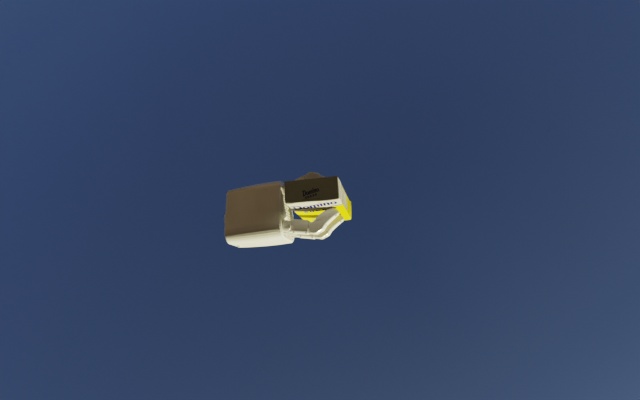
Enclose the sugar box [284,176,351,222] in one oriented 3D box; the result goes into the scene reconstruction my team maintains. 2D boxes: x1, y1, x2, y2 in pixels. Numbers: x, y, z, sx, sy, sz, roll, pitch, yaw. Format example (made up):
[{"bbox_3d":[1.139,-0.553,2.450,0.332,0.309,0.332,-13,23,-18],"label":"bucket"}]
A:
[{"bbox_3d":[0.000,0.003,0.860,0.093,0.048,0.176,-6,-12,10],"label":"sugar box"}]
